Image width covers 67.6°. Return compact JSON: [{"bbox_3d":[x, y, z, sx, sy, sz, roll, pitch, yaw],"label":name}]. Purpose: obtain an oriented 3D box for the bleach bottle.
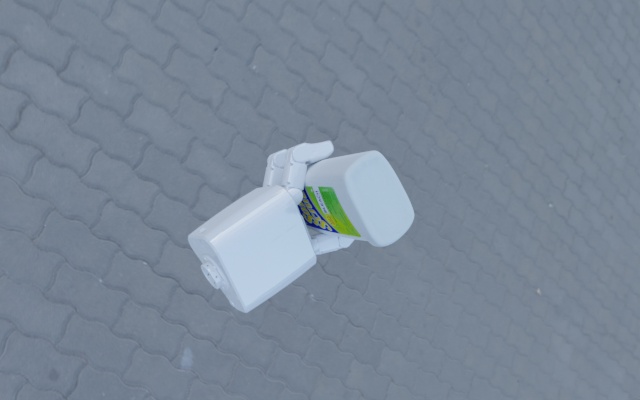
[{"bbox_3d":[0.000,0.002,0.602,0.068,0.102,0.251,-37,15,-27],"label":"bleach bottle"}]
